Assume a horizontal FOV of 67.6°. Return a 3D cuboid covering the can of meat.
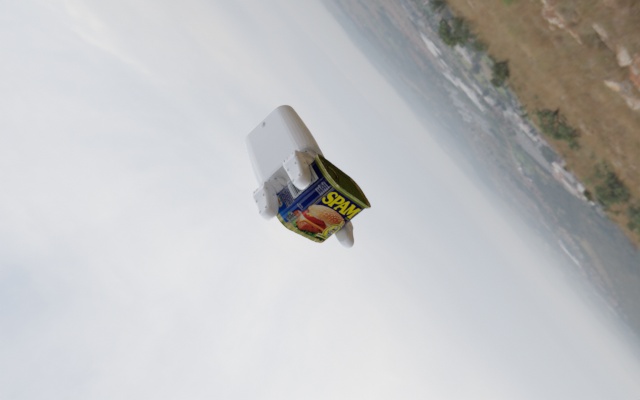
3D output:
[{"bbox_3d":[0.000,0.002,0.596,0.084,0.057,0.102,-40,-38,15],"label":"can of meat"}]
